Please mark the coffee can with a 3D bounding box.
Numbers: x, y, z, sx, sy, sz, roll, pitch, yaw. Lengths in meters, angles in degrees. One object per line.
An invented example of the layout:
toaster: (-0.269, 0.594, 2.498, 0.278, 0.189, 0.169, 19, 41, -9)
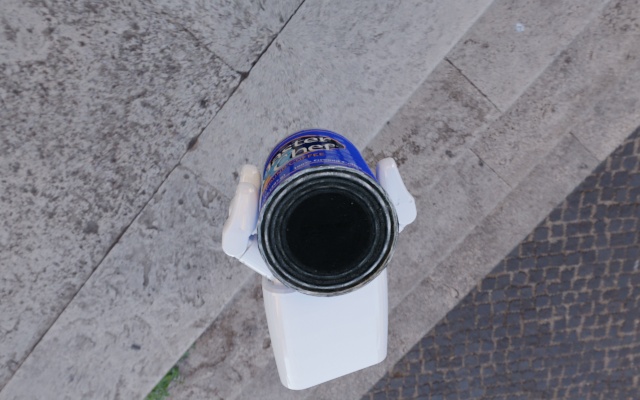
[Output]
coffee can: (0.000, 0.001, 0.404, 0.103, 0.103, 0.140, 0, 19, -5)
